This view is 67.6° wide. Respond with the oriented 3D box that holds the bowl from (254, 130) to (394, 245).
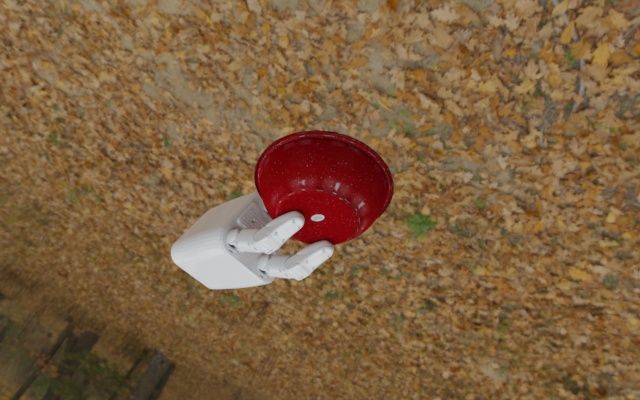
[{"bbox_3d":[0.001,0.001,0.532,0.162,0.055,0.162,5,-44,5],"label":"bowl"}]
